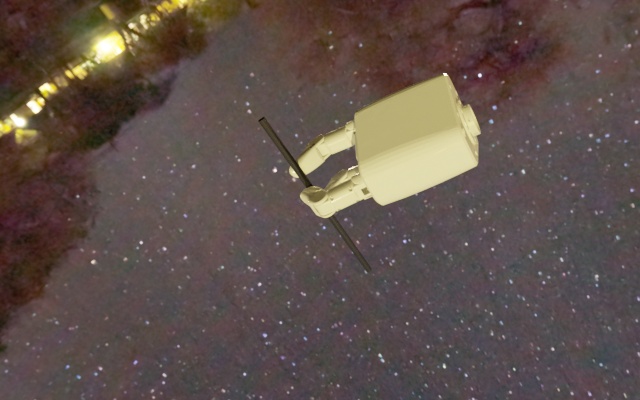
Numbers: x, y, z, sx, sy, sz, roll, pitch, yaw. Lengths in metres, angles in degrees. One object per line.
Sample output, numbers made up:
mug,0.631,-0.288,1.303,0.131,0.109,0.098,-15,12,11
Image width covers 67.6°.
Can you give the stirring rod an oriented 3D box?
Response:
stirring rod,0.000,0.002,0.557,0.011,0.240,0.011,-27,28,16
